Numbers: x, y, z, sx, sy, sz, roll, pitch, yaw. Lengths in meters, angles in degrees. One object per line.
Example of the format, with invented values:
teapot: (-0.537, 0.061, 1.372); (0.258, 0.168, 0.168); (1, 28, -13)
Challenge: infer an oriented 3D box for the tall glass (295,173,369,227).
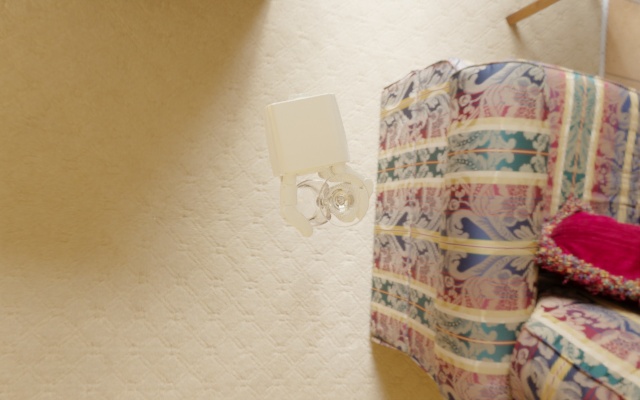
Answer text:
tall glass: (0.000, 0.003, 0.742); (0.079, 0.079, 0.201); (0, -2, -19)
